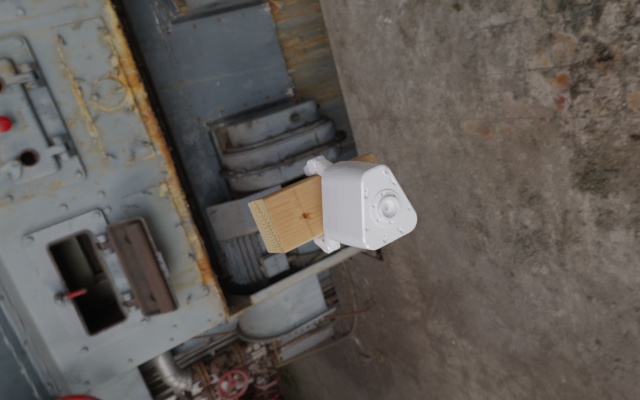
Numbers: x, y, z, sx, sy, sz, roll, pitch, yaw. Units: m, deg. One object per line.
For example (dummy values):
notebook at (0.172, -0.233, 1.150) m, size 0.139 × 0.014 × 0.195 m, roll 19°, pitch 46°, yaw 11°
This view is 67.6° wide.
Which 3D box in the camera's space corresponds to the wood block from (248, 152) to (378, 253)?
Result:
wood block at (0.000, 0.002, 0.787) m, size 0.206 × 0.091 × 0.090 m, roll -24°, pitch 5°, yaw -24°
